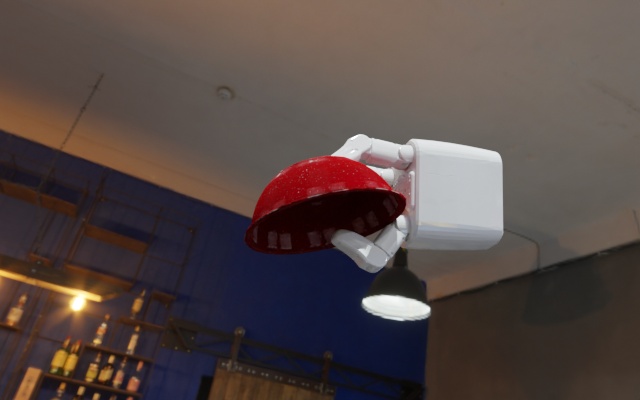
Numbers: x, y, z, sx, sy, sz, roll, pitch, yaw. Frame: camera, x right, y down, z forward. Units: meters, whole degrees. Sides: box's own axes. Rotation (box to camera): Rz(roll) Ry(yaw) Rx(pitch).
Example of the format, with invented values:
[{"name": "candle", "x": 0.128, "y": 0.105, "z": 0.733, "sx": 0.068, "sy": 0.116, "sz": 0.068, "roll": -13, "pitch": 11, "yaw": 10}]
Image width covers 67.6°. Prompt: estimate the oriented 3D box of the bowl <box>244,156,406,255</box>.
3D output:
[{"name": "bowl", "x": -0.001, "y": 0.001, "z": 0.475, "sx": 0.162, "sy": 0.055, "sz": 0.162, "roll": -12, "pitch": -21, "yaw": -5}]
